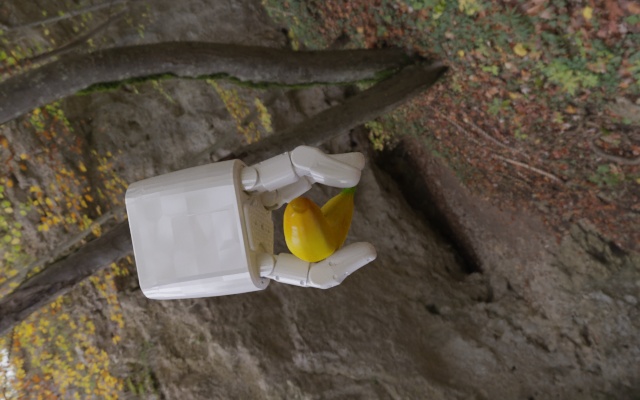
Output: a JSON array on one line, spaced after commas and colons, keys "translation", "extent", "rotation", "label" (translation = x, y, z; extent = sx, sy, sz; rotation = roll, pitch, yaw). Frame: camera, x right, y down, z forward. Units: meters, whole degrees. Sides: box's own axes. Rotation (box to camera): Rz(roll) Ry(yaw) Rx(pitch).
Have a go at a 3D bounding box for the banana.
[{"translation": [0.000, 0.019, 0.416], "extent": [0.037, 0.069, 0.198], "rotation": [5, 9, 12], "label": "banana"}]
